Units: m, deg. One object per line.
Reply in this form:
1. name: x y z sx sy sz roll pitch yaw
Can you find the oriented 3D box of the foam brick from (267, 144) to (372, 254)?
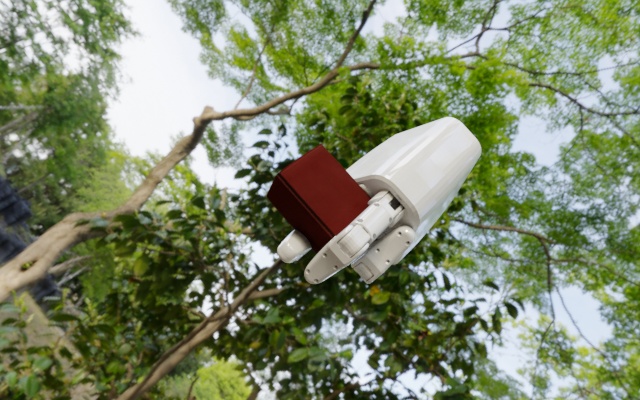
1. foam brick: 0.000 0.001 0.414 0.051 0.078 0.053 -41 -3 -25
